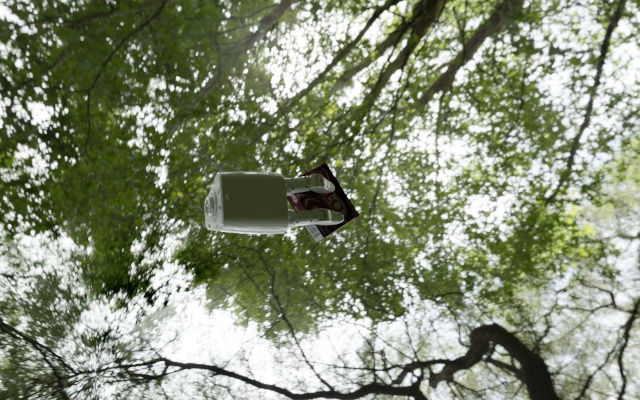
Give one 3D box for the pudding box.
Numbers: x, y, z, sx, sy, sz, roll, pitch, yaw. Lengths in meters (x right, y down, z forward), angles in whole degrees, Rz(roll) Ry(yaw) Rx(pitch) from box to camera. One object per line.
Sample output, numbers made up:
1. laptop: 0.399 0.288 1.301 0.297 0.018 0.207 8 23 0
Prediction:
1. pudding box: 0.000 0.003 0.816 0.090 0.113 0.039 -31 -2 -34
